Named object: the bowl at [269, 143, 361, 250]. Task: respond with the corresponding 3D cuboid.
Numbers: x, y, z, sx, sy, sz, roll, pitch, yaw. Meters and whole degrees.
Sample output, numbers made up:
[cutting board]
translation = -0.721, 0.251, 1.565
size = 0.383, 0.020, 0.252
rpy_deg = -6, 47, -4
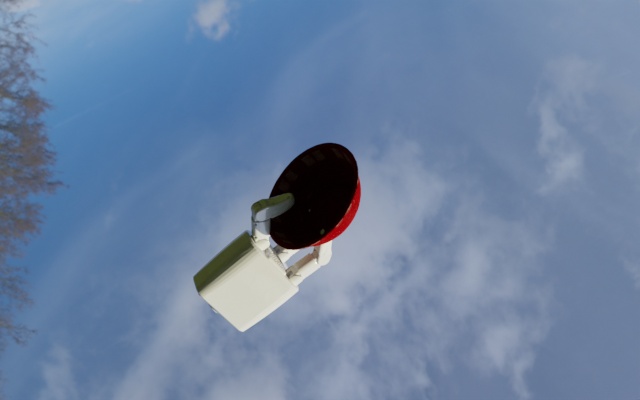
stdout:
[bowl]
translation = 0.001, 0.002, 0.664
size = 0.162, 0.162, 0.055
rpy_deg = 0, -25, 44
